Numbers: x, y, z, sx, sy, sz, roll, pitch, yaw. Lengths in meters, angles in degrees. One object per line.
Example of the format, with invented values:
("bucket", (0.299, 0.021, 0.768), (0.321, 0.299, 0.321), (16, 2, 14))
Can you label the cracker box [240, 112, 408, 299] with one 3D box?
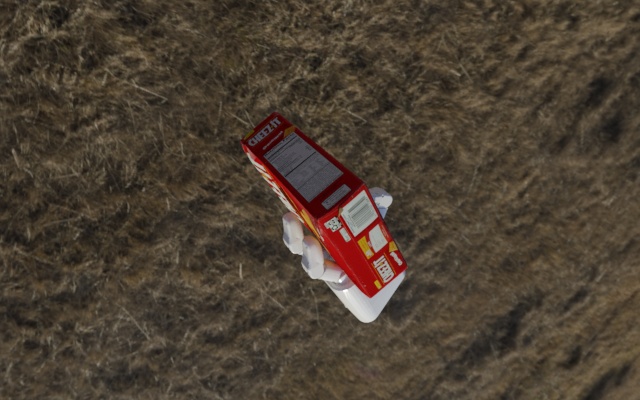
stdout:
("cracker box", (0.000, 0.002, 0.603), (0.213, 0.072, 0.164), (44, -10, 47))
